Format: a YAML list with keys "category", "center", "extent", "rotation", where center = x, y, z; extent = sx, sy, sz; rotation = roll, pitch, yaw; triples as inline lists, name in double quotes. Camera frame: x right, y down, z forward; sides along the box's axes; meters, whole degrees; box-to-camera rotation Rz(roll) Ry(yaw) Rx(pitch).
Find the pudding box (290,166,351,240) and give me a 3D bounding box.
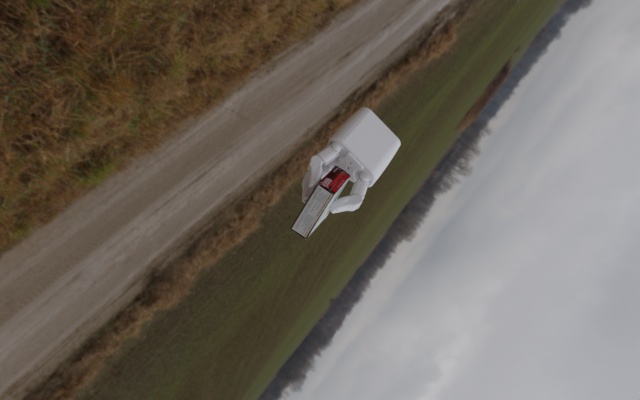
- category: "pudding box"
  center: [0.000, 0.003, 0.836]
  extent: [0.039, 0.113, 0.090]
  rotation: [34, 32, 7]
